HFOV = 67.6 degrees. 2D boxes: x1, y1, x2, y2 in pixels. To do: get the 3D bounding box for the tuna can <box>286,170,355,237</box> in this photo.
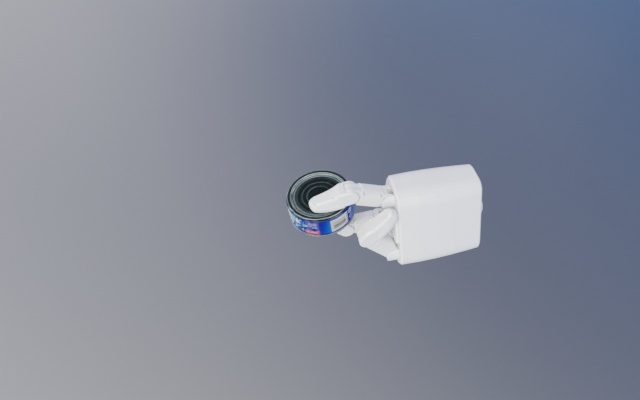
[{"bbox_3d":[0.000,0.002,0.606,0.086,0.086,0.034,0,-39,9],"label":"tuna can"}]
